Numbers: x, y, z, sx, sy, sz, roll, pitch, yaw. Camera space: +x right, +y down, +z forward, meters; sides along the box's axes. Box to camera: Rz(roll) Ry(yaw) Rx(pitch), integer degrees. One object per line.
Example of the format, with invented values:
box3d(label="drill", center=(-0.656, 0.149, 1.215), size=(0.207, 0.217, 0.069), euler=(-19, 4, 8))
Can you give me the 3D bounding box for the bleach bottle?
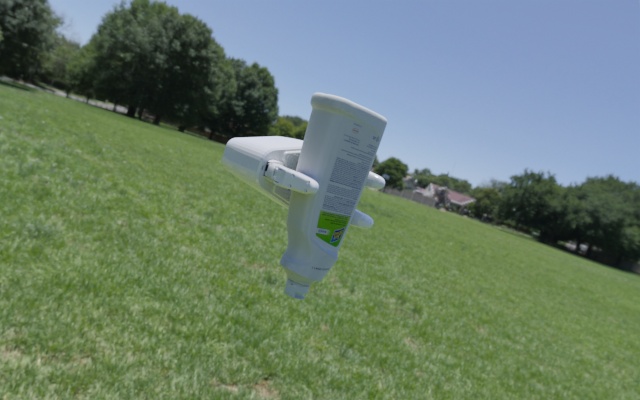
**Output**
box3d(label="bleach bottle", center=(0.000, 0.002, 0.599), size=(0.102, 0.251, 0.068), euler=(14, 7, -42))
